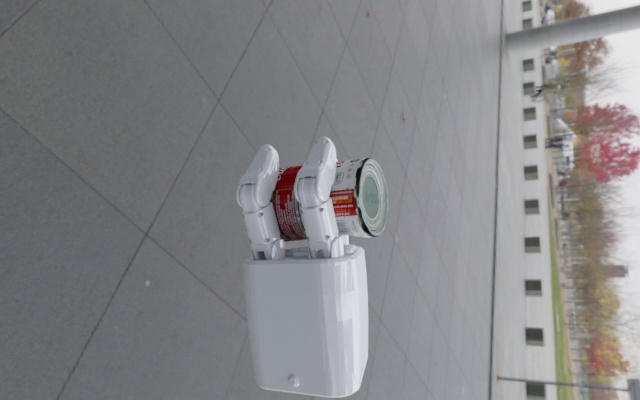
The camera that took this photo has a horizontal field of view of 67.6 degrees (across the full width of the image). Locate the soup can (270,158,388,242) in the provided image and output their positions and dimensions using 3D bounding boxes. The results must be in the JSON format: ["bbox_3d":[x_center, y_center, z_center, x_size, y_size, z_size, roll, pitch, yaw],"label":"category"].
[{"bbox_3d":[0.000,0.001,0.416,0.102,0.068,0.068,-5,-2,27],"label":"soup can"}]
